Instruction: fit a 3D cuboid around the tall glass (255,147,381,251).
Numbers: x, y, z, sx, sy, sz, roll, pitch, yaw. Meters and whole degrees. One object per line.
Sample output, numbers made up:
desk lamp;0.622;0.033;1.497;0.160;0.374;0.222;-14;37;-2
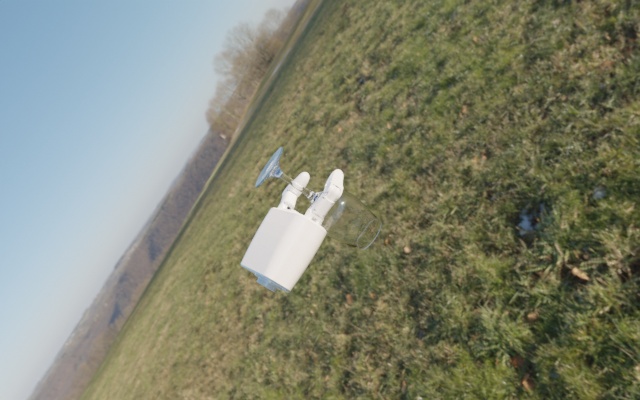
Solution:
tall glass;0.000;0.002;0.758;0.201;0.079;0.079;34;-10;-15
